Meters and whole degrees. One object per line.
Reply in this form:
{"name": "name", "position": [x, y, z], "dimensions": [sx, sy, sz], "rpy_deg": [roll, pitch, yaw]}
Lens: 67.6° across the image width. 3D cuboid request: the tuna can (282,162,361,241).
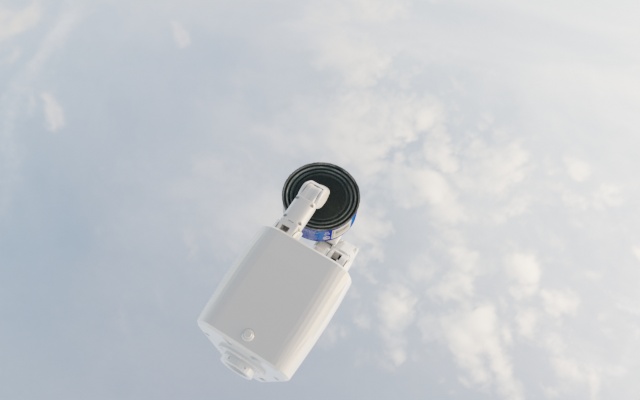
{"name": "tuna can", "position": [0.000, 0.002, 0.533], "dimensions": [0.086, 0.086, 0.034], "rpy_deg": [0, -29, -3]}
